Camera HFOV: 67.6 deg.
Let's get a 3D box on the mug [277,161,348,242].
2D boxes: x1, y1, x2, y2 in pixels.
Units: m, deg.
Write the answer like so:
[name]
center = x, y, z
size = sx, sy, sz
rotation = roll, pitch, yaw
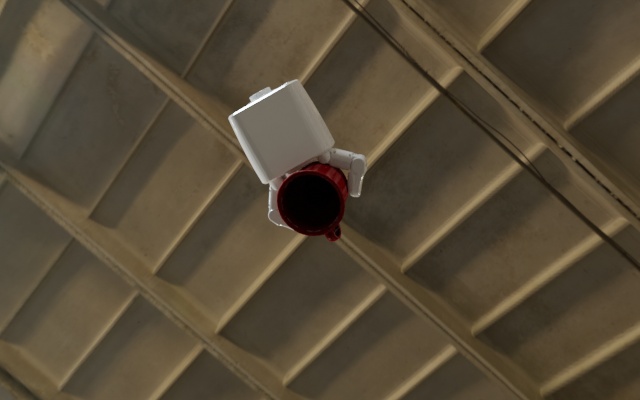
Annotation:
[mug]
center = 0.001, 0.003, 0.673
size = 0.093, 0.117, 0.081
rotation = -25, 12, 19
